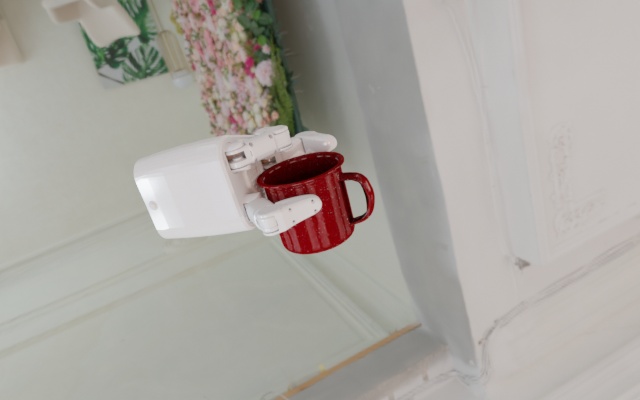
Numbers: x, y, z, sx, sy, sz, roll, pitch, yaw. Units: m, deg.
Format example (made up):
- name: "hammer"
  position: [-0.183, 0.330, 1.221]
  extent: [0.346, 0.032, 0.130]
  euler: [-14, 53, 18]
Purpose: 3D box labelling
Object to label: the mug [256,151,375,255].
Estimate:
- name: "mug"
  position: [0.001, 0.002, 0.497]
  extent: [0.117, 0.081, 0.093]
  euler: [-7, 23, 21]
